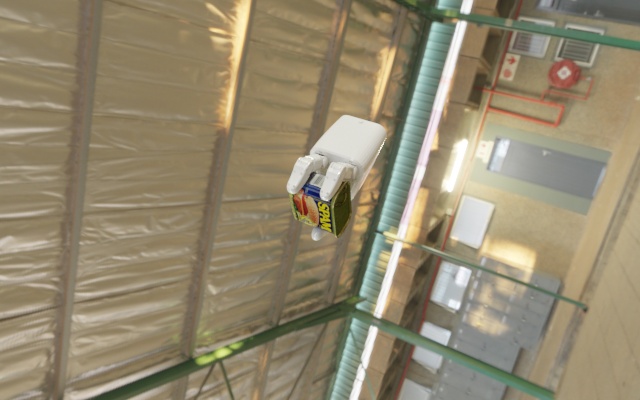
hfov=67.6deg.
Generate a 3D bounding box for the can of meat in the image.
[{"bbox_3d":[0.000,0.003,0.773,0.084,0.057,0.102,20,-36,22],"label":"can of meat"}]
